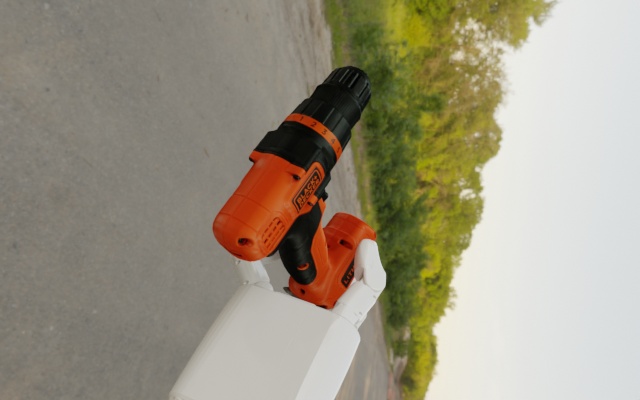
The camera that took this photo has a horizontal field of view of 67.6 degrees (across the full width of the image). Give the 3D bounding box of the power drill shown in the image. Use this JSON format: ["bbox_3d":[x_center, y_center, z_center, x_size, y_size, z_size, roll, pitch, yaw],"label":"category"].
[{"bbox_3d":[0.000,0.002,0.421,0.057,0.184,0.188,23,-25,30],"label":"power drill"}]
